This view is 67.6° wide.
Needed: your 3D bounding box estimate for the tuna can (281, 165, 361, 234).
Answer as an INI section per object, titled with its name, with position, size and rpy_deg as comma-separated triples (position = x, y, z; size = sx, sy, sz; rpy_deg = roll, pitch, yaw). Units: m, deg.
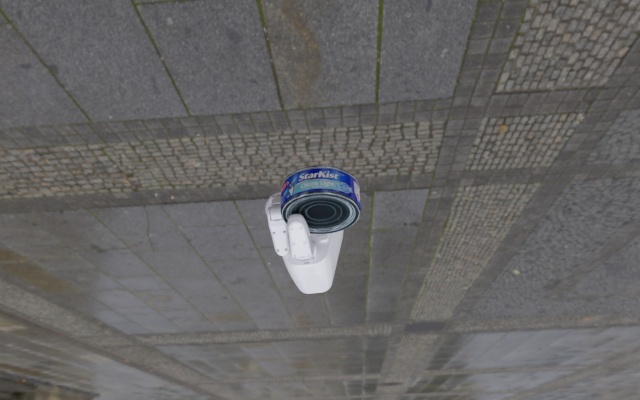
[tuna can]
position = 0.000, 0.002, 0.508
size = 0.086, 0.033, 0.086
rpy_deg = -1, -33, 0
